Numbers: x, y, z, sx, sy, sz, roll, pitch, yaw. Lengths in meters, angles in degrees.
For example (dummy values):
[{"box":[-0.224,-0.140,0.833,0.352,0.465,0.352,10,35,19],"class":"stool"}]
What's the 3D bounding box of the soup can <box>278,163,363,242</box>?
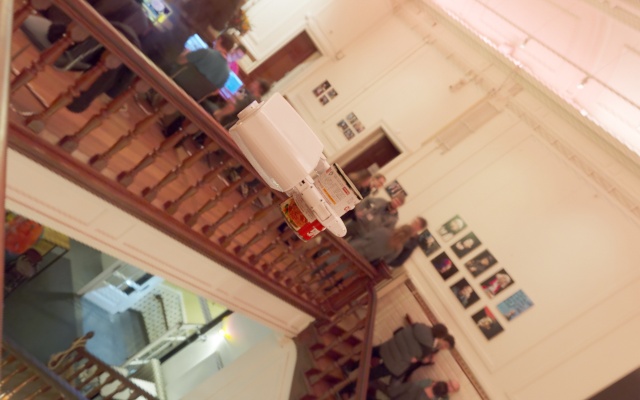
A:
[{"box":[0.001,0.002,0.682,0.102,0.068,0.068,-37,-6,7],"class":"soup can"}]
